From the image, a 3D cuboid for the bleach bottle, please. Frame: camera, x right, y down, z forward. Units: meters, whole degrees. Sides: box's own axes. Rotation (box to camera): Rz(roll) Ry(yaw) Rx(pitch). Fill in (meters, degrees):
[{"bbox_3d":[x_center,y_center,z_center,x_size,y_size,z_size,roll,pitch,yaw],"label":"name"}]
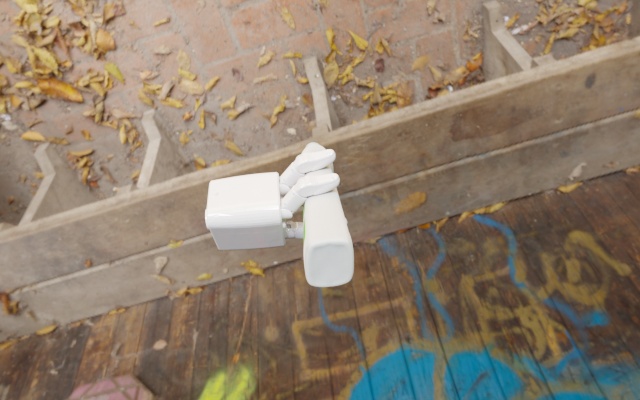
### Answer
[{"bbox_3d":[0.000,0.002,0.730,0.068,0.103,0.250,-5,42,-3],"label":"bleach bottle"}]
